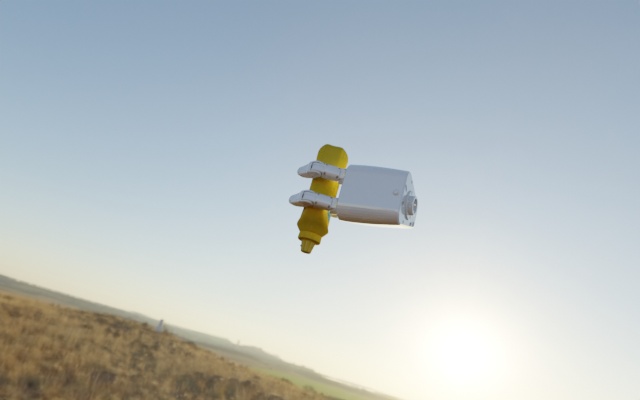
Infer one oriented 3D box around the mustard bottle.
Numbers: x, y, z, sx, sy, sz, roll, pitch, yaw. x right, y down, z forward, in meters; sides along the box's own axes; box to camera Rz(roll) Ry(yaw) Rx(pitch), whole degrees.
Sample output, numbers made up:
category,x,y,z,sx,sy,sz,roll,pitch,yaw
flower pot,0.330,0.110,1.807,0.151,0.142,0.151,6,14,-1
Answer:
category,x,y,z,sx,sy,sz,roll,pitch,yaw
mustard bottle,0.000,0.002,0.851,0.058,0.191,0.096,15,-19,2
